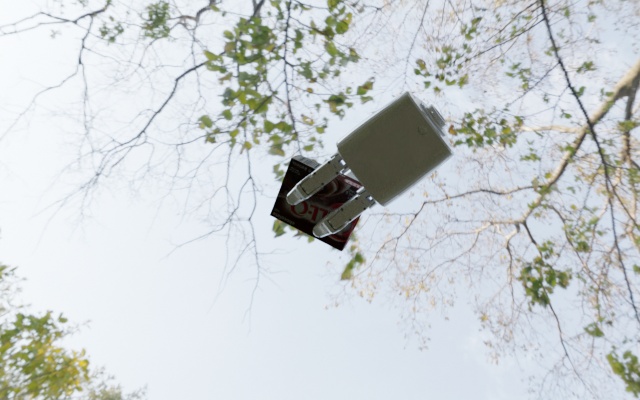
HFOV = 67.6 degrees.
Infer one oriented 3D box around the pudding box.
[{"bbox_3d":[0.000,0.002,0.635,0.113,0.090,0.039,27,22,9],"label":"pudding box"}]
